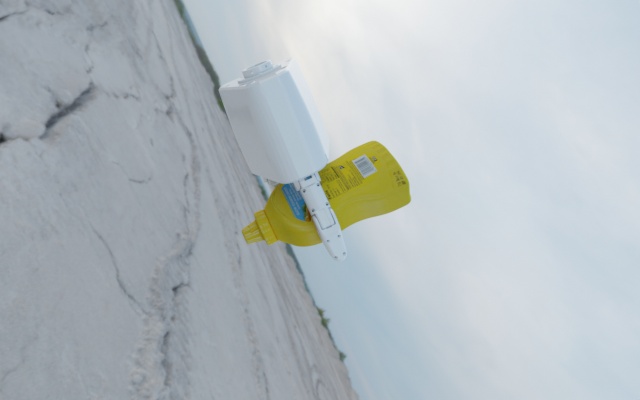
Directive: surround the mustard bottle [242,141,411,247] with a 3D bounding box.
[{"bbox_3d":[0.000,0.002,0.551,0.191,0.096,0.058,-24,-42,-6],"label":"mustard bottle"}]
